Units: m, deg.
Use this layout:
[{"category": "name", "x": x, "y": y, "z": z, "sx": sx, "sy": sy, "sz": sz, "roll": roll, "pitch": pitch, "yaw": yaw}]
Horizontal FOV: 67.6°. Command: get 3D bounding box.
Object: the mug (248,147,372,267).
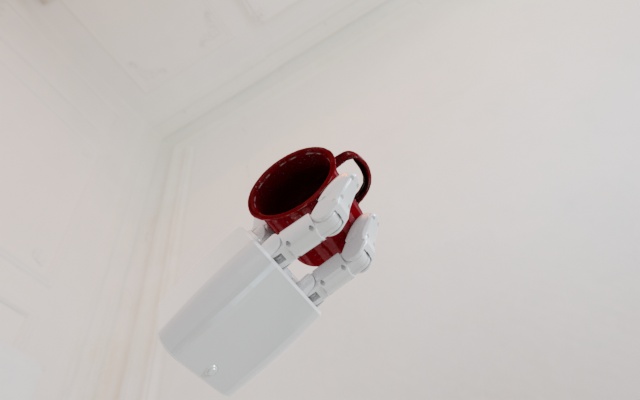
[{"category": "mug", "x": 0.001, "y": 0.001, "z": 0.461, "sx": 0.117, "sy": 0.081, "sz": 0.093, "roll": -40, "pitch": 35, "yaw": -8}]
